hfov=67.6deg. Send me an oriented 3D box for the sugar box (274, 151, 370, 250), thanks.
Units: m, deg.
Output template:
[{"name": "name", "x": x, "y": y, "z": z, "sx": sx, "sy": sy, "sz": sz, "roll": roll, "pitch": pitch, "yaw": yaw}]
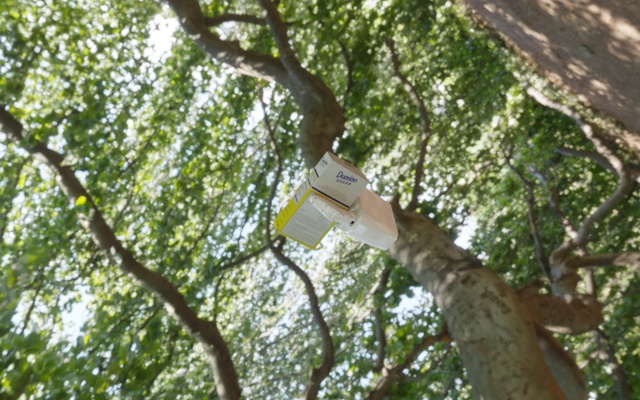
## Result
[{"name": "sugar box", "x": 0.000, "y": 0.003, "z": 0.890, "sx": 0.093, "sy": 0.176, "sz": 0.048, "roll": 29, "pitch": 18, "yaw": -29}]
